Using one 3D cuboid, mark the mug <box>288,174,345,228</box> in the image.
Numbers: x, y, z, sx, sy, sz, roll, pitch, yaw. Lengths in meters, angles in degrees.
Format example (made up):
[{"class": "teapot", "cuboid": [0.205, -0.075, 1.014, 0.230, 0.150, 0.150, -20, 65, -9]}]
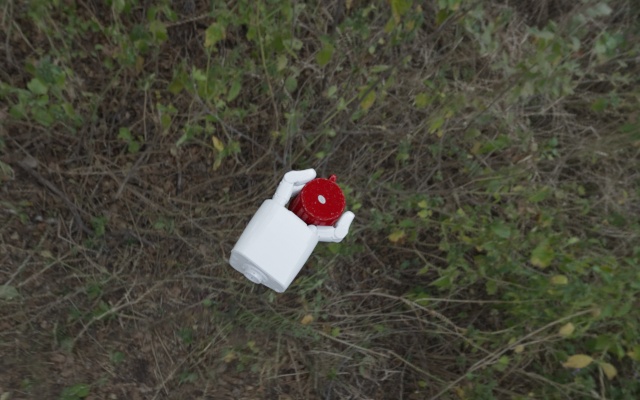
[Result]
[{"class": "mug", "cuboid": [0.001, 0.002, 0.850, 0.093, 0.117, 0.081, 32, -27, -2]}]
